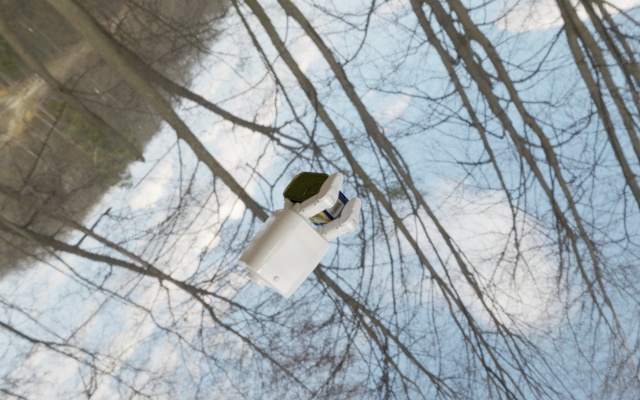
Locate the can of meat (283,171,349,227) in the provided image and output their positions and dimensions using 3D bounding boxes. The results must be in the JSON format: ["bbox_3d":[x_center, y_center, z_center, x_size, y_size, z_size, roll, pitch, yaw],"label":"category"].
[{"bbox_3d":[0.000,0.003,0.779,0.084,0.057,0.102,46,-19,-28],"label":"can of meat"}]
